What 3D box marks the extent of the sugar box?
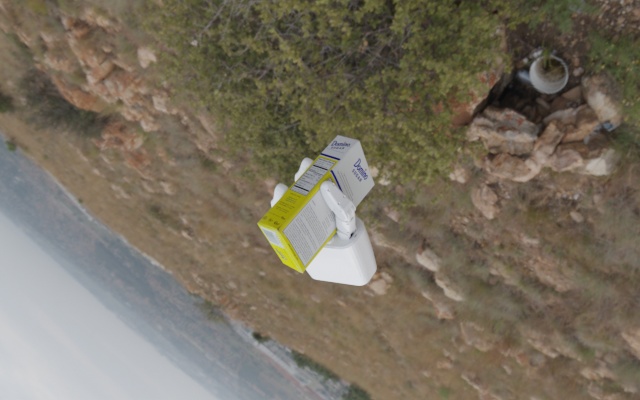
[{"bbox_3d":[0.000,0.002,0.656,0.048,0.176,0.093,19,-32,37],"label":"sugar box"}]
